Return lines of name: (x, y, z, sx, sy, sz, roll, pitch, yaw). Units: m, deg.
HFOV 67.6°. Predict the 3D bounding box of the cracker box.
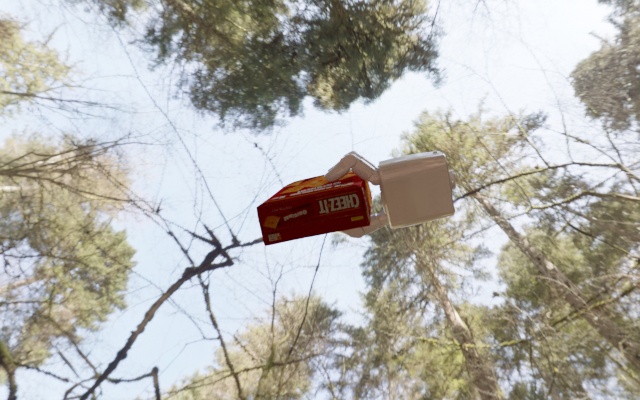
cracker box: (0.000, 0.003, 0.802, 0.164, 0.072, 0.213, -12, 8, 9)
